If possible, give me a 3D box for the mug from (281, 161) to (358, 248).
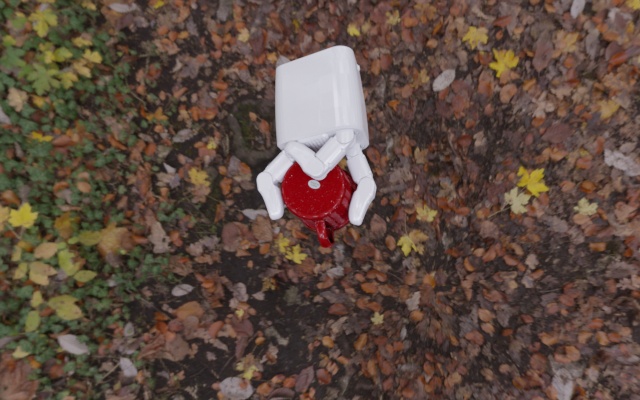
[{"bbox_3d":[0.000,0.003,0.608,0.093,0.117,0.081,-7,-12,12],"label":"mug"}]
